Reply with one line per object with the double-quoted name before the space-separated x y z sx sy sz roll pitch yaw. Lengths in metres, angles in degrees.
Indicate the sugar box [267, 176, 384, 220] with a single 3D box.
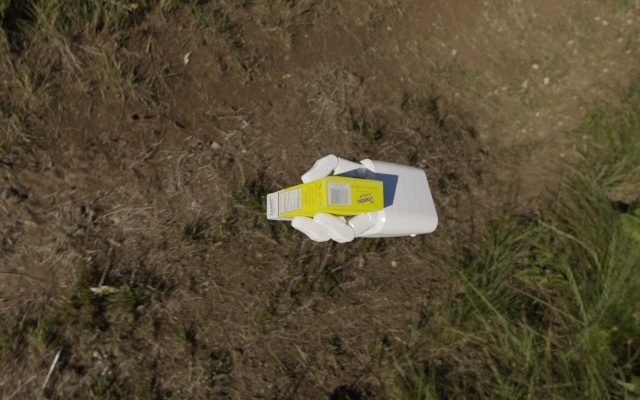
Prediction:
"sugar box" 0.000 0.003 0.681 0.093 0.048 0.176 4 -11 -29
